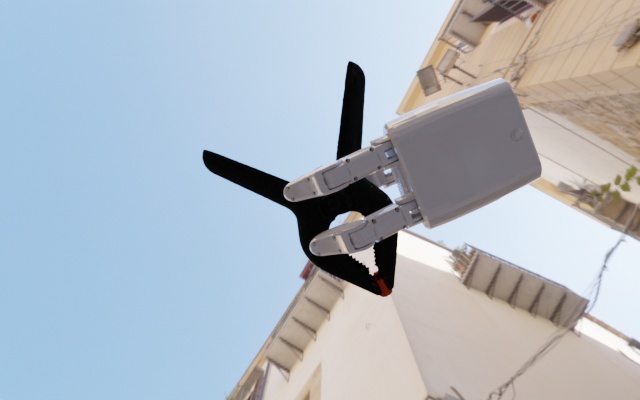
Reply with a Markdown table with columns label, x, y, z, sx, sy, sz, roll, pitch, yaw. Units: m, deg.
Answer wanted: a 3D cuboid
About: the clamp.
| label | x | y | z | sx | sy | sz | roll | pitch | yaw |
| --- | --- | --- | --- | --- | --- | --- | --- | --- | --- |
| clamp | 0.001 | 0.002 | 0.443 | 0.164 | 0.210 | 0.036 | -24 | 9 | 4 |
